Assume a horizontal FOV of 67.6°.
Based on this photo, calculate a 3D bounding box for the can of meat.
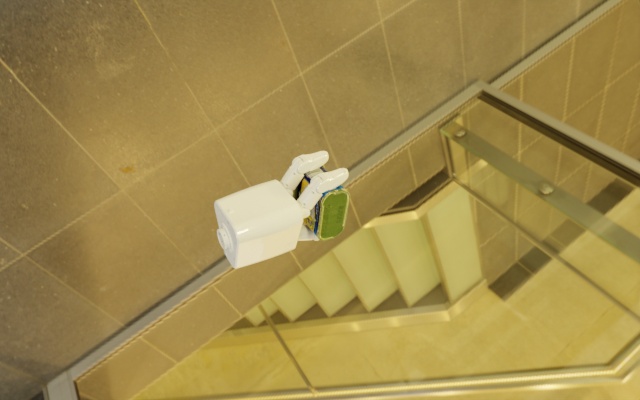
[{"bbox_3d":[0.000,0.003,0.776,0.057,0.102,0.084,-16,42,-27],"label":"can of meat"}]
